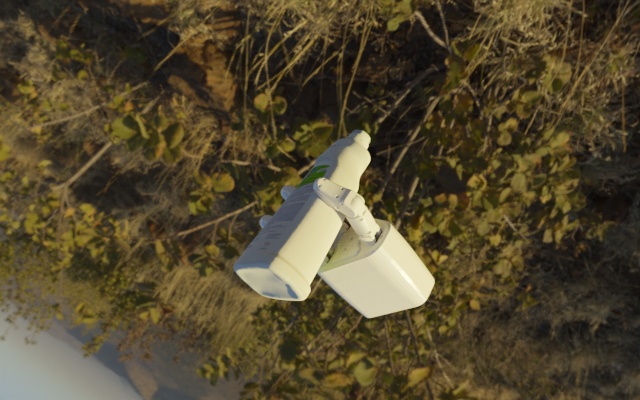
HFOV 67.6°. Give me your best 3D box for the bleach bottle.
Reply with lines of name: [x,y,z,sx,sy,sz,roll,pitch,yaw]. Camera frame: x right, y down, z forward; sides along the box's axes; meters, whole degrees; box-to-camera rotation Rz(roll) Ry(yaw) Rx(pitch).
bleach bottle: [0.000,0.002,0.588,0.102,0.250,0.068,-10,-52,51]
